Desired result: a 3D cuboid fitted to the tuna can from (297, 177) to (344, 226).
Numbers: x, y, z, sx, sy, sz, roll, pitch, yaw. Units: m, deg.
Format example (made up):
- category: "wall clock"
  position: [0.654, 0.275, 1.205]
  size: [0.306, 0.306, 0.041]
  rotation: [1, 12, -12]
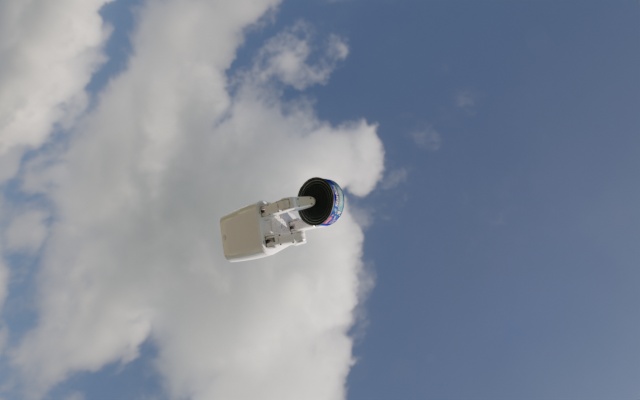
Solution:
- category: "tuna can"
  position: [0.001, 0.003, 0.842]
  size: [0.086, 0.086, 0.034]
  rotation: [0, -4, 41]
